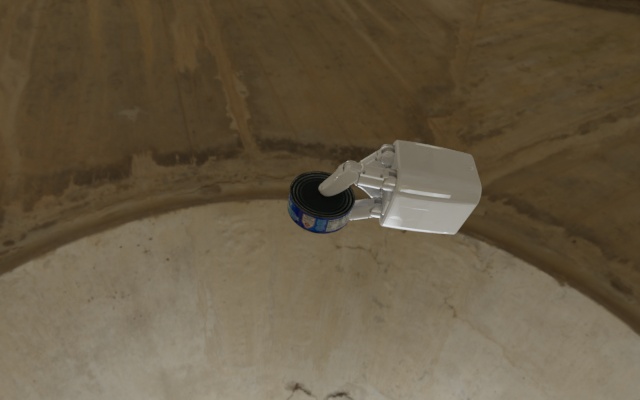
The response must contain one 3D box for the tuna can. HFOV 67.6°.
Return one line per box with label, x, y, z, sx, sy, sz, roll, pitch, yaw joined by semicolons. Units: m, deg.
tuna can;0.000;0.002;0.624;0.086;0.034;0.086;8;44;-7
